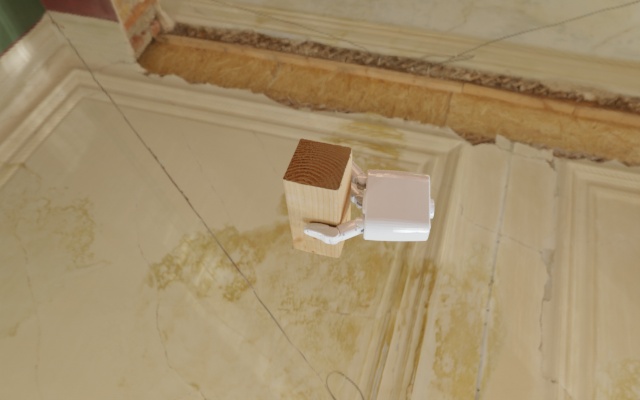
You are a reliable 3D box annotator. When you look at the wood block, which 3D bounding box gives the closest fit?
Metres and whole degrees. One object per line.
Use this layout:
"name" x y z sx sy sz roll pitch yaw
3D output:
"wood block" 0.000 0.003 0.819 0.090 0.090 0.206 12 -35 11
